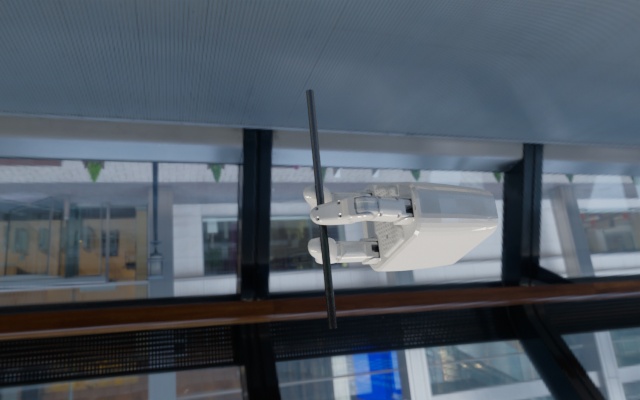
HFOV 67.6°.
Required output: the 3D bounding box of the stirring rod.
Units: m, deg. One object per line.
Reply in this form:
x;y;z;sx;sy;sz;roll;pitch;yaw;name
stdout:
0.000;0.001;0.467;0.011;0.239;0.011;-5;-15;-1;stirring rod
